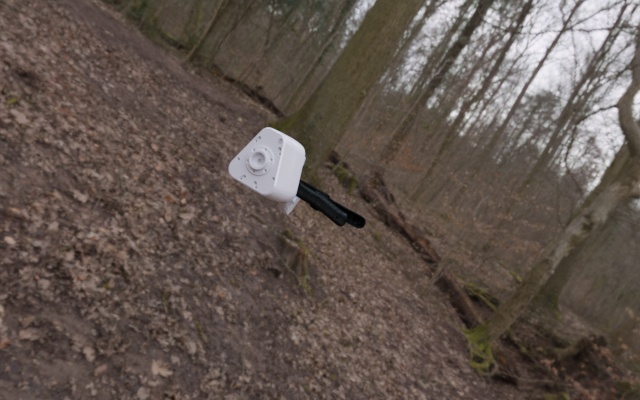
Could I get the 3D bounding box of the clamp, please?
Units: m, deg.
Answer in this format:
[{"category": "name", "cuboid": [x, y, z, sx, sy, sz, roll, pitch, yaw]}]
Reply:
[{"category": "clamp", "cuboid": [0.000, 0.002, 0.883, 0.171, 0.039, 0.120, 29, 1, 14]}]
